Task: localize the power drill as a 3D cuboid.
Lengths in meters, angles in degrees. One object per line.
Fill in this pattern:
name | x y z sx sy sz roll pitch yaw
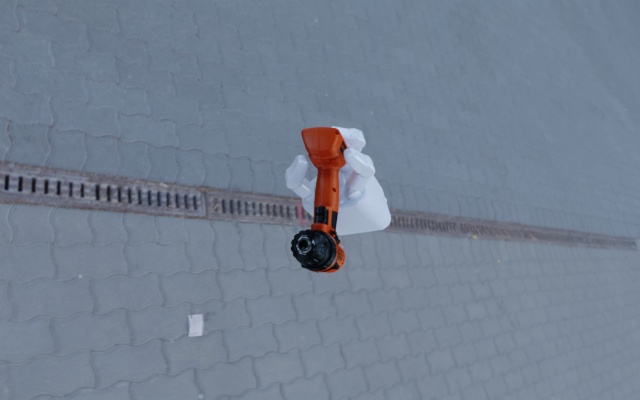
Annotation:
power drill | 0.000 0.002 0.637 0.057 0.187 0.184 2 -12 10
